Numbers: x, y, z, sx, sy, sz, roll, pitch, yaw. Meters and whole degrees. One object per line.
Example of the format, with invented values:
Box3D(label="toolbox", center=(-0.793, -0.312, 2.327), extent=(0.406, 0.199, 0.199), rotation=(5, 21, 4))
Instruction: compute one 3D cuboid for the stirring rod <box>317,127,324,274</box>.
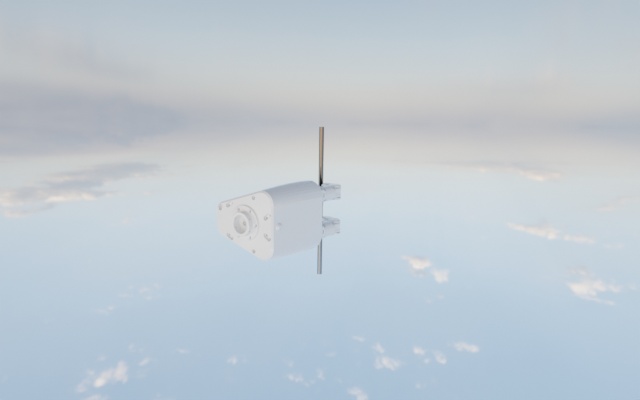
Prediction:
Box3D(label="stirring rod", center=(0.000, 0.002, 0.772), extent=(0.011, 0.239, 0.011), rotation=(1, 9, 0))
